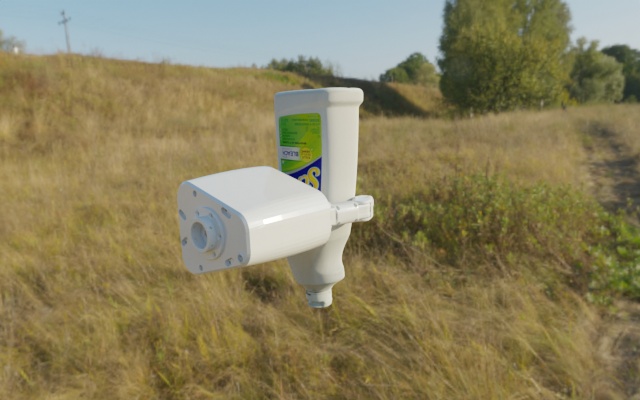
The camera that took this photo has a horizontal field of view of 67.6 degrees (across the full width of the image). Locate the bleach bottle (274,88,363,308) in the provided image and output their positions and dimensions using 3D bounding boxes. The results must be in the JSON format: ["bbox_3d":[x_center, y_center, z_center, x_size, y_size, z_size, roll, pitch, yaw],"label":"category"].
[{"bbox_3d":[0.000,0.002,0.549,0.102,0.251,0.068,7,14,42],"label":"bleach bottle"}]
